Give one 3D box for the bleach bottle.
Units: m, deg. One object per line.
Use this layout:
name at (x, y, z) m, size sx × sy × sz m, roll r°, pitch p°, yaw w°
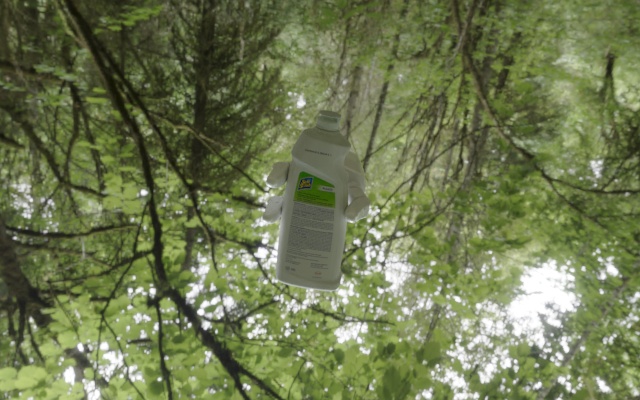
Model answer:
bleach bottle at (0.000, 0.002, 0.663) m, size 0.102 × 0.251 × 0.068 m, roll 9°, pitch 24°, yaw -3°
